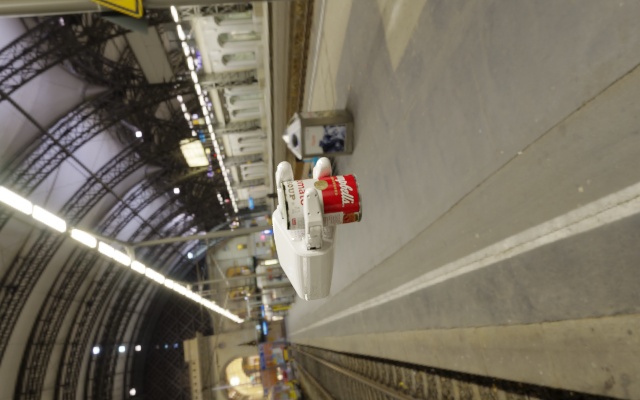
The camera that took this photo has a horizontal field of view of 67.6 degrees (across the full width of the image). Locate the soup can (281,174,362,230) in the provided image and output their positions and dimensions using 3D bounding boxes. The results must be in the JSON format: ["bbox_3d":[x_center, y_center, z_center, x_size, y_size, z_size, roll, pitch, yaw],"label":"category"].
[{"bbox_3d":[0.000,0.002,0.656,0.102,0.068,0.068,-7,1,-7],"label":"soup can"}]
